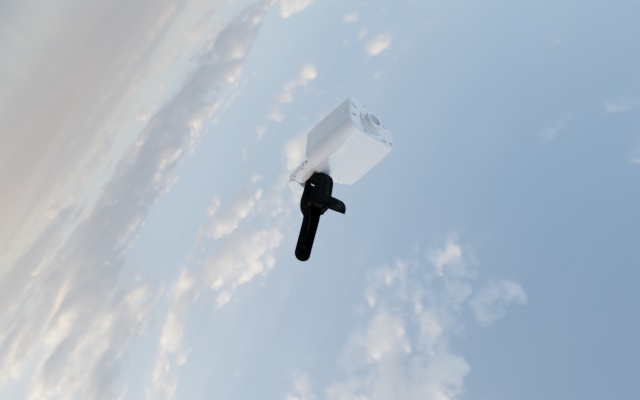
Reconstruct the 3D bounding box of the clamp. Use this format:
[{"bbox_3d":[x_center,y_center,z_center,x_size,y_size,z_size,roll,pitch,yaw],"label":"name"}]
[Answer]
[{"bbox_3d":[0.001,0.003,0.758,0.039,0.171,0.120,29,-53,-26],"label":"clamp"}]
